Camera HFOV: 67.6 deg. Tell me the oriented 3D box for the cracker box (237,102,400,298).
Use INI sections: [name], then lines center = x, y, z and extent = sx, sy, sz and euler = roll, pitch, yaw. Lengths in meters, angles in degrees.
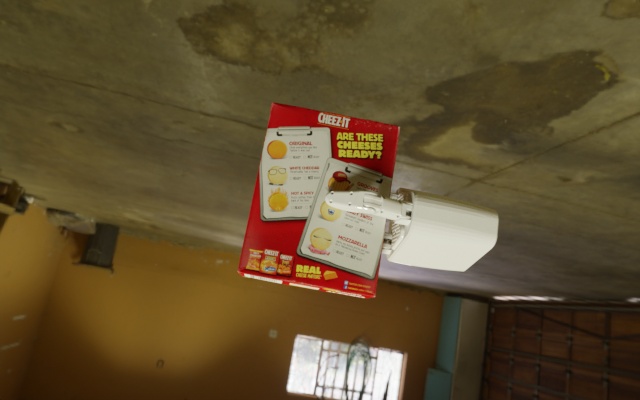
[cracker box]
center = 0.000, 0.002, 0.596
extent = 0.164, 0.213, 0.072
euler = 10, -13, -3
